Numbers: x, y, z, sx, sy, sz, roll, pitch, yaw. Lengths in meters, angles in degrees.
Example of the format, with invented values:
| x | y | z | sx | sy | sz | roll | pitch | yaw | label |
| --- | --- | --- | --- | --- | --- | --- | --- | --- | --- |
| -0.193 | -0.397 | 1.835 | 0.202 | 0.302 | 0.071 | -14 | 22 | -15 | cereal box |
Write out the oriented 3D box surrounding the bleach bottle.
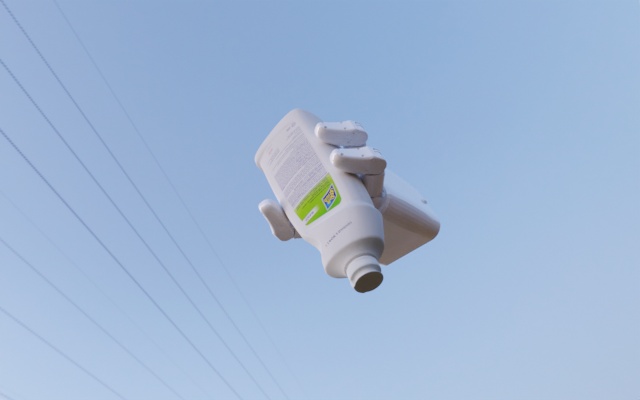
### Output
| x | y | z | sx | sy | sz | roll | pitch | yaw | label |
| --- | --- | --- | --- | --- | --- | --- | --- | --- | --- |
| 0.000 | 0.002 | 0.519 | 0.068 | 0.102 | 0.250 | 24 | 26 | -36 | bleach bottle |
